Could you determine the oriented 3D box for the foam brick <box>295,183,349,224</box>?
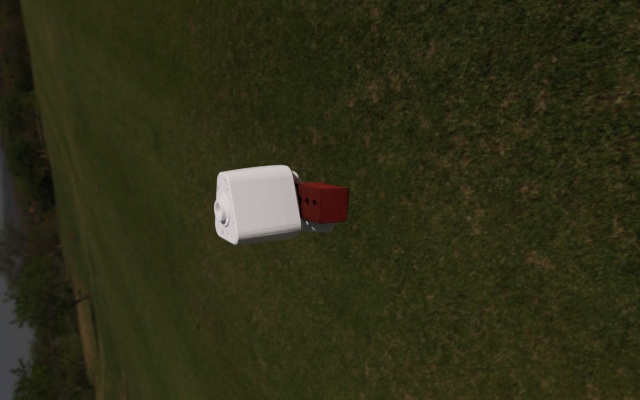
[{"bbox_3d":[0.000,0.002,0.731,0.051,0.053,0.078,-2,9,-32],"label":"foam brick"}]
